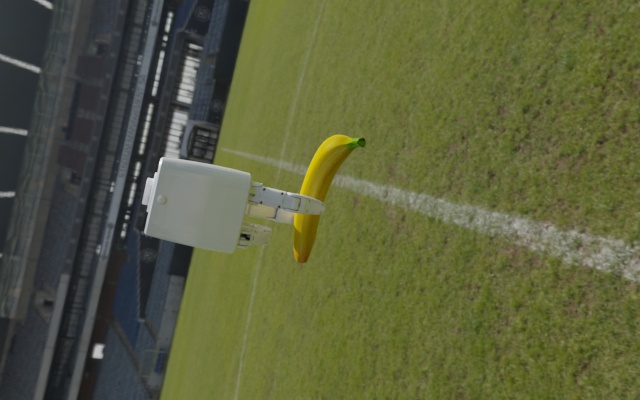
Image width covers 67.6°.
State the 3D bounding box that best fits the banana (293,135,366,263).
[{"bbox_3d":[-0.003,-0.011,0.632,0.037,0.198,0.069,13,28,-21],"label":"banana"}]
